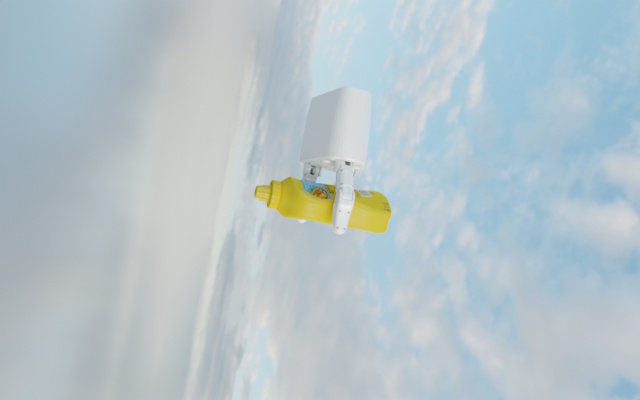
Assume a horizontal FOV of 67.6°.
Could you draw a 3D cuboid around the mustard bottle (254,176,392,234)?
[{"bbox_3d":[0.000,0.003,0.692,0.191,0.058,0.096,10,18,-16],"label":"mustard bottle"}]
